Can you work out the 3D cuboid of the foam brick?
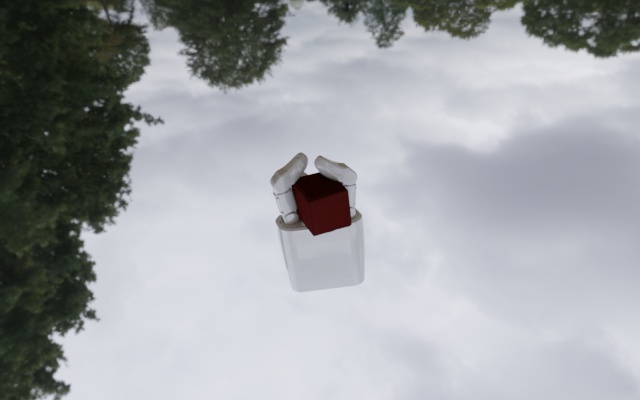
[{"bbox_3d":[0.000,0.002,0.609,0.053,0.051,0.078,-14,26,-15],"label":"foam brick"}]
